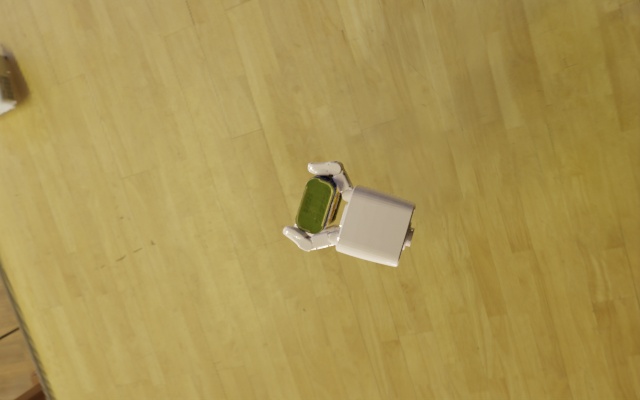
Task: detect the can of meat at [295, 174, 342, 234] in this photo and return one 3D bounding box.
[{"bbox_3d":[0.000,0.003,0.834,0.057,0.102,0.084,20,15,11],"label":"can of meat"}]
